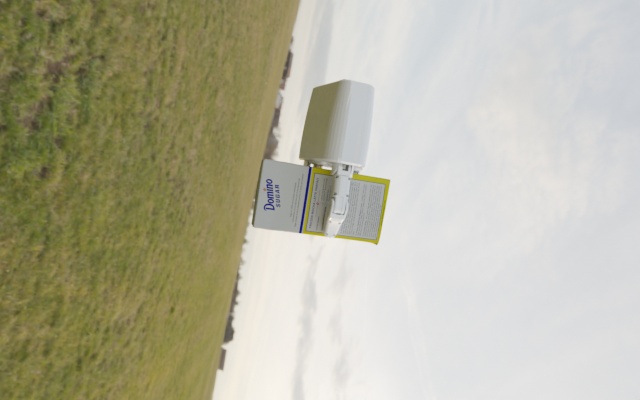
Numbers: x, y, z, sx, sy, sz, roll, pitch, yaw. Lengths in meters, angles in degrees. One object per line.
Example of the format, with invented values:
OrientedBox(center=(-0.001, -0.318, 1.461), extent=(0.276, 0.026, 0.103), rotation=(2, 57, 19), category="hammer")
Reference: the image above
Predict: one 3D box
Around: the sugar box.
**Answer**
OrientedBox(center=(0.000, 0.002, 0.652), extent=(0.176, 0.093, 0.048), rotation=(9, 2, -10), category="sugar box")
